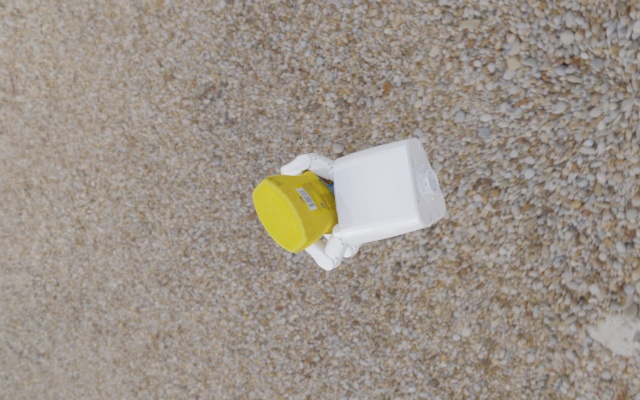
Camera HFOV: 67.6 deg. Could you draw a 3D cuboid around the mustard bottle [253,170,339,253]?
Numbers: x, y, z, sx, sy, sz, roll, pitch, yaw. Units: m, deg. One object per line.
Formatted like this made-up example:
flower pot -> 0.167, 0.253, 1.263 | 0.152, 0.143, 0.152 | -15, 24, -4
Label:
mustard bottle -> 0.000, 0.002, 0.643 | 0.058, 0.096, 0.191 | -44, -15, 32
